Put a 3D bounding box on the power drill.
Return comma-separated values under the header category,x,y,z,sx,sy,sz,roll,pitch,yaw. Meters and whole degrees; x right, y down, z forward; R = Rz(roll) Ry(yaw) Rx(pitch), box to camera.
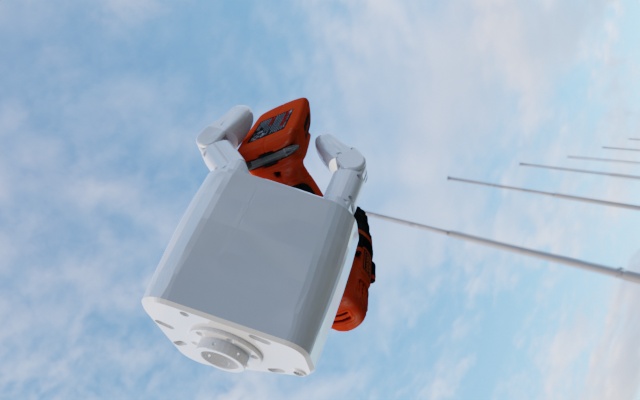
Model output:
category,x,y,z,sx,sy,sz,roll,pitch,yaw
power drill,0.000,0.001,0.456,0.057,0.188,0.184,-21,23,15
